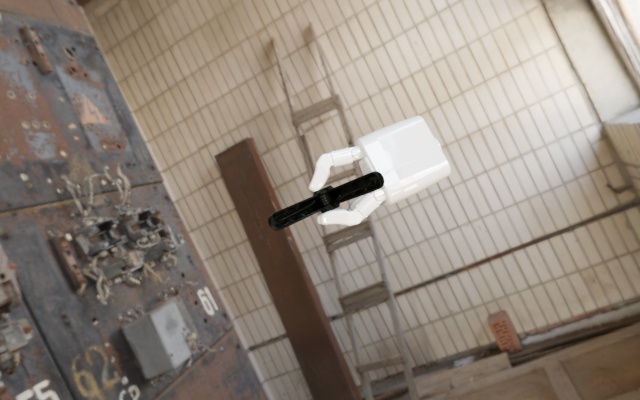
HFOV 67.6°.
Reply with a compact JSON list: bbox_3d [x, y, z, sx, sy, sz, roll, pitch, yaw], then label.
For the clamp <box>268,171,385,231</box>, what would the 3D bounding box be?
[{"bbox_3d":[0.000,0.002,0.720,0.164,0.036,0.210,-22,1,-5],"label":"clamp"}]
